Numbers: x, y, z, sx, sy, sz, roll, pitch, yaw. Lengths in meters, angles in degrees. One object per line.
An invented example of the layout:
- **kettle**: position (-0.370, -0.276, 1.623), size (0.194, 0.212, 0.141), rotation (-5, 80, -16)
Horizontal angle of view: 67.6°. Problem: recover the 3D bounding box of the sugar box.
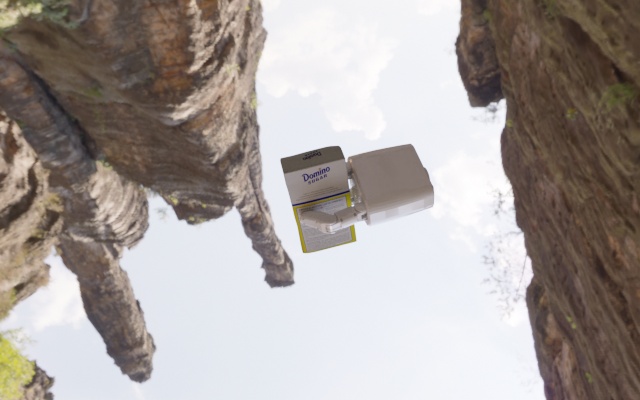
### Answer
- **sugar box**: position (0.000, 0.002, 0.742), size (0.093, 0.176, 0.048), rotation (-14, 40, -4)
